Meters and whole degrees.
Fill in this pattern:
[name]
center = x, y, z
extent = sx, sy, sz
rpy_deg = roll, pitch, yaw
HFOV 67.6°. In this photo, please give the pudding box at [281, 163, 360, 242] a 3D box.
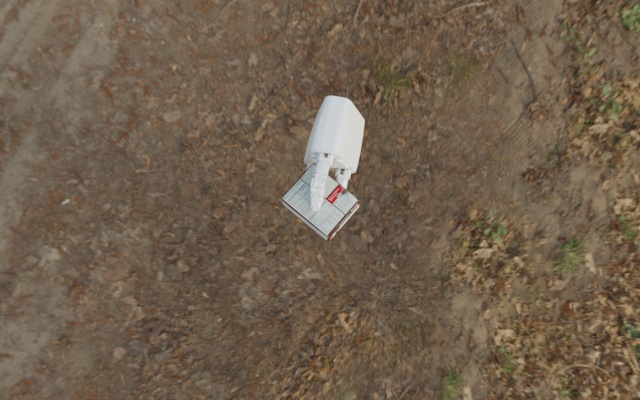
[pudding box]
center = 0.000, 0.003, 0.843
extent = 0.113, 0.090, 0.039
rpy_deg = 39, -9, 15
